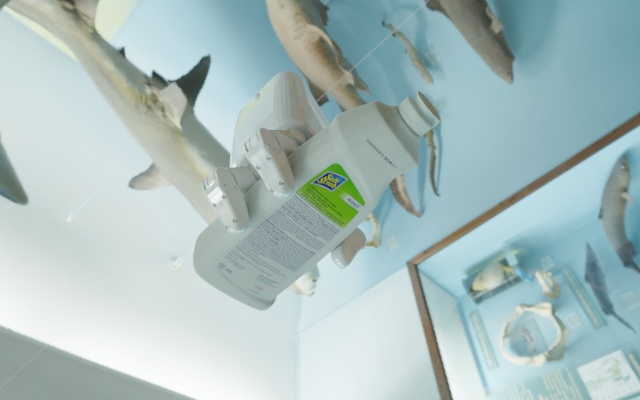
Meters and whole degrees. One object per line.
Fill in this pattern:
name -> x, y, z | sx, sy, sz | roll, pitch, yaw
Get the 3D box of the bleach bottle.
bleach bottle -> 0.000, 0.001, 0.424 | 0.251, 0.068, 0.103 | -38, -56, 25
